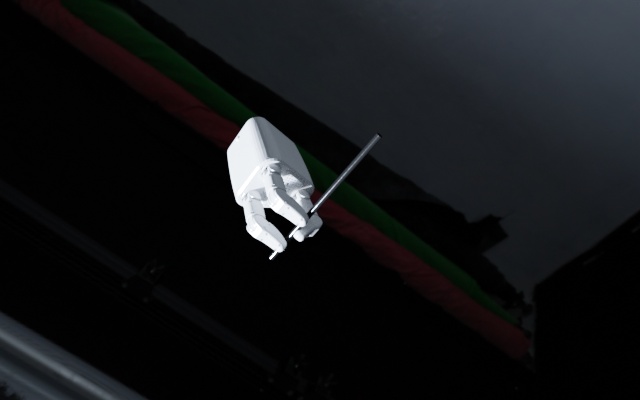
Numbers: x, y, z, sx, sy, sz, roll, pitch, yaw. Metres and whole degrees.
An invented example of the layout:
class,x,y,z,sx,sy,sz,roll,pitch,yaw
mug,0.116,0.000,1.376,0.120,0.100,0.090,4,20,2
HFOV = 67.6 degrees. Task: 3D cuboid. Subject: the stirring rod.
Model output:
class,x,y,z,sx,sy,sz,roll,pitch,yaw
stirring rod,0.000,0.002,0.622,0.011,0.011,0.240,0,-41,-50
